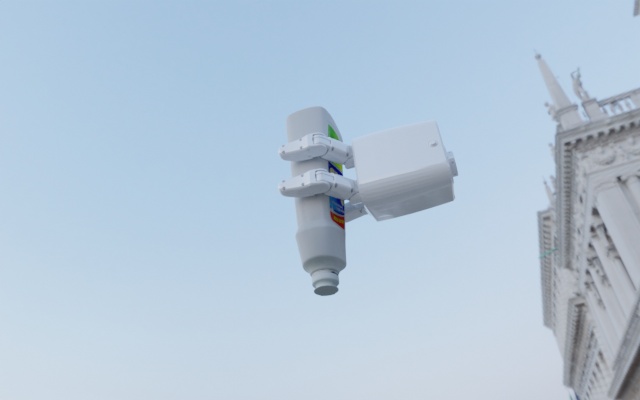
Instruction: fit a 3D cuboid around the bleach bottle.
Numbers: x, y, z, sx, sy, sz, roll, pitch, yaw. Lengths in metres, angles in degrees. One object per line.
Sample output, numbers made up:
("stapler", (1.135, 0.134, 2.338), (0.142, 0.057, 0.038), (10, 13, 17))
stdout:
("bleach bottle", (0.000, 0.002, 0.606), (0.068, 0.250, 0.103), (-14, -35, 13))
